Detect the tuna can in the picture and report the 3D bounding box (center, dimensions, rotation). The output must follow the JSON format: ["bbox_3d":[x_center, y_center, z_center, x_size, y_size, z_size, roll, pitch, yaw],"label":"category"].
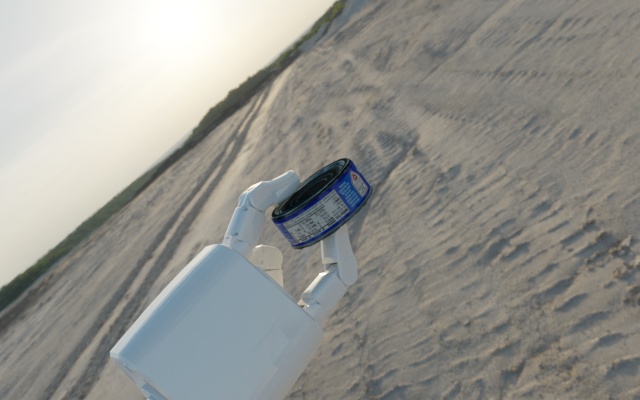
[{"bbox_3d":[0.000,0.001,0.407,0.086,0.034,0.086,-35,13,9],"label":"tuna can"}]
